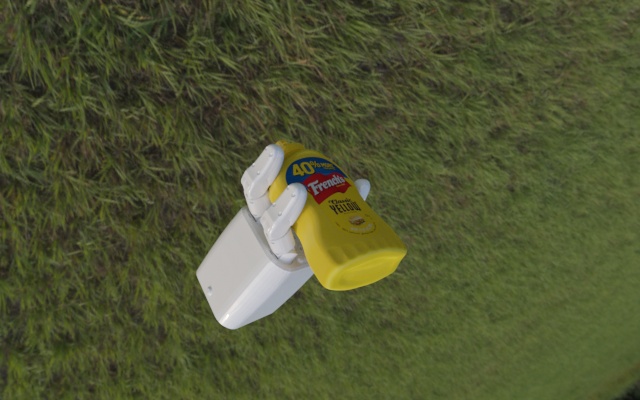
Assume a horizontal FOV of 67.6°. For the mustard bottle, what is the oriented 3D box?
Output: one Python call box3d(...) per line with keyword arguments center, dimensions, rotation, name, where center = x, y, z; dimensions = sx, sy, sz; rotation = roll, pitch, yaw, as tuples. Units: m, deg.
box3d(center=(0.000, 0.002, 0.500), dimensions=(0.096, 0.058, 0.191), rotation=(-9, 48, -34), name="mustard bottle")
